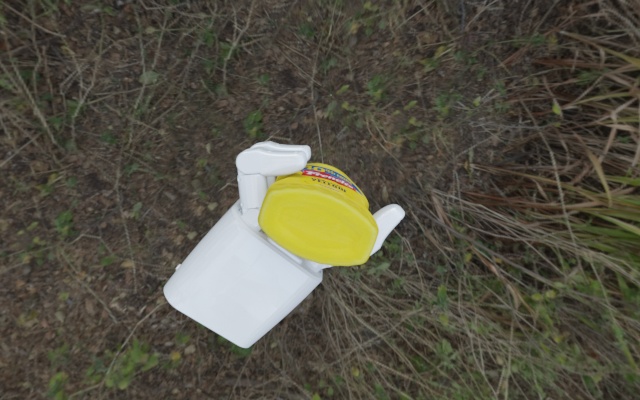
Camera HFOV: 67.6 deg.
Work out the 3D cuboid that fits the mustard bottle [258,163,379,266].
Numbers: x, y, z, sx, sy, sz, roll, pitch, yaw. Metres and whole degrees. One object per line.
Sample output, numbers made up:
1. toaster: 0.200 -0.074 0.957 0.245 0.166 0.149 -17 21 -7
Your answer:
1. mustard bottle: 0.000 0.001 0.462 0.096 0.058 0.191 19 12 -3
